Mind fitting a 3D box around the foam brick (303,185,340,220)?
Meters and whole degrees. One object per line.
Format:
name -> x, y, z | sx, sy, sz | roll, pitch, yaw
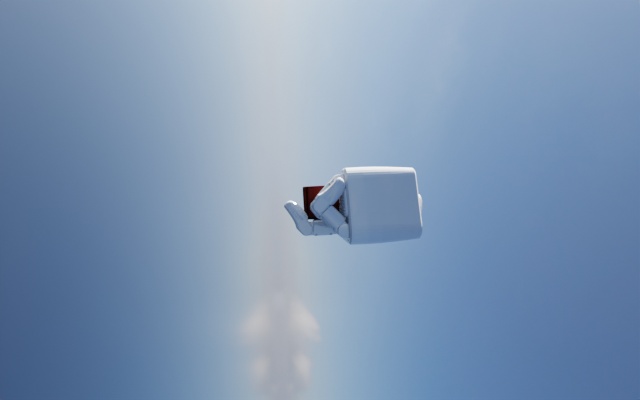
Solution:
foam brick -> 0.000, 0.002, 0.761 | 0.051, 0.053, 0.078 | -3, 2, -5
